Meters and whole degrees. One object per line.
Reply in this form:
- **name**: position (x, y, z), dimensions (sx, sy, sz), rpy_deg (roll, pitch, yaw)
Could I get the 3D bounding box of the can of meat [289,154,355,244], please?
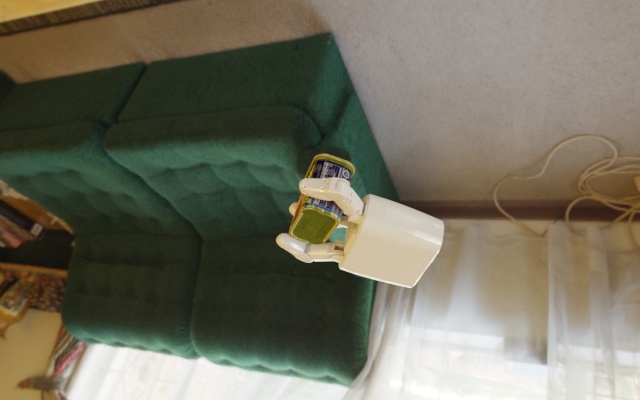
- **can of meat**: position (0.000, 0.002, 0.635), dimensions (0.057, 0.084, 0.102), rpy_deg (19, -31, -7)
